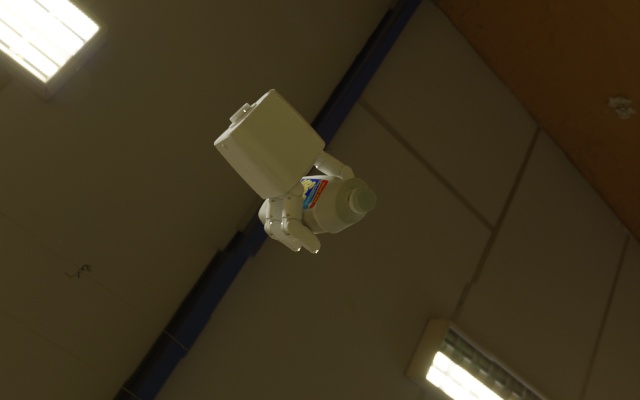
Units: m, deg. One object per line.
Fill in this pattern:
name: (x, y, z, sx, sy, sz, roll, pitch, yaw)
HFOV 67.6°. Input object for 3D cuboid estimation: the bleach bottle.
bleach bottle: (0.000, 0.002, 0.677, 0.068, 0.102, 0.251, 46, -23, -18)
